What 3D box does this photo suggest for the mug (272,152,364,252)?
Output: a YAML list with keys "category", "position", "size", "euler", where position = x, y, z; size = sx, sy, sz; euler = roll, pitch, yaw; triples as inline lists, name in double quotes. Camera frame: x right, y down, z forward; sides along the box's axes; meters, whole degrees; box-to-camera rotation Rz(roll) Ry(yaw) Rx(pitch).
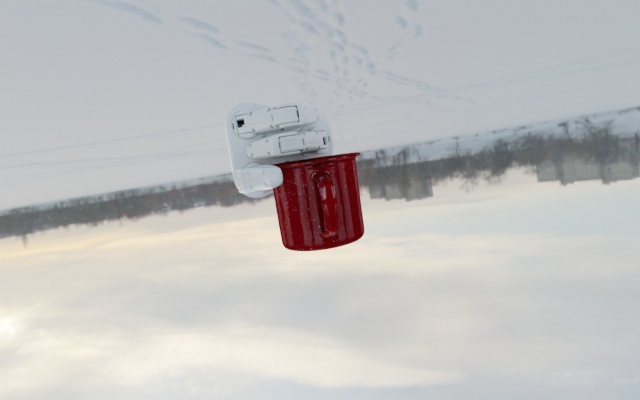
- category: "mug"
  position: [0.000, 0.002, 0.447]
  size: [0.093, 0.081, 0.117]
  euler: [-10, 7, -11]
